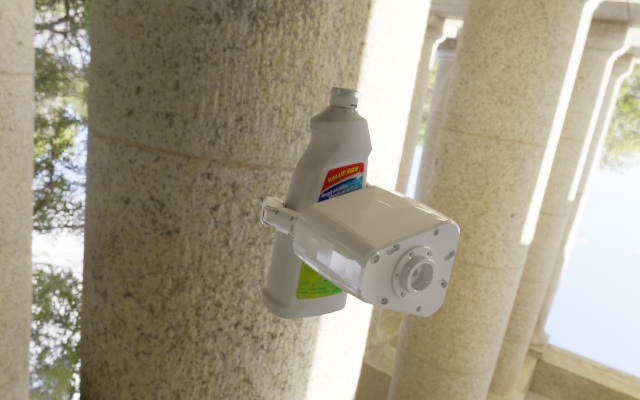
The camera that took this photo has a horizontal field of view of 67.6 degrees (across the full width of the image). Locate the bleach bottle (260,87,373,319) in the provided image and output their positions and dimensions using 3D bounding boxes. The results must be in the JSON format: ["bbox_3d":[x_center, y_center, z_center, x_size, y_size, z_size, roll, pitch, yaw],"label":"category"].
[{"bbox_3d":[0.000,0.002,0.531,0.102,0.251,0.068,0,16,-32],"label":"bleach bottle"}]
